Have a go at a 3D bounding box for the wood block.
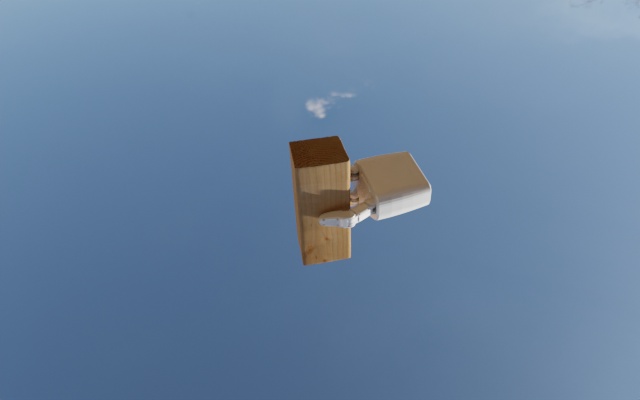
[{"bbox_3d":[0.001,0.003,0.836,0.090,0.206,0.090,-8,35,-7],"label":"wood block"}]
